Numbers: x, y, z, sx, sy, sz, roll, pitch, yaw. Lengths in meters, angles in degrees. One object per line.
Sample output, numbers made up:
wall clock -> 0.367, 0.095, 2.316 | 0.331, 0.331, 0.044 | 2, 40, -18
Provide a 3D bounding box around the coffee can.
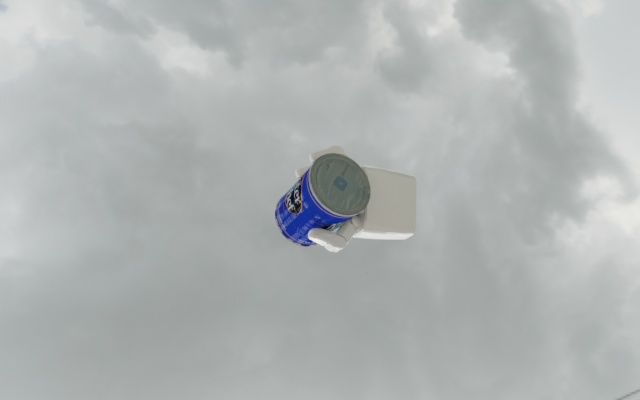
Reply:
coffee can -> 0.000, 0.002, 0.762 | 0.103, 0.102, 0.140 | 0, -24, -29
